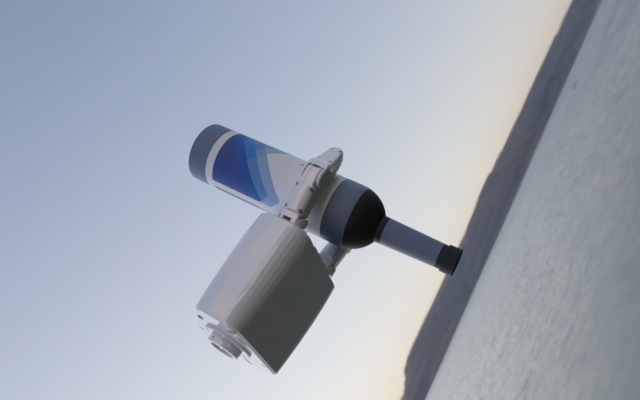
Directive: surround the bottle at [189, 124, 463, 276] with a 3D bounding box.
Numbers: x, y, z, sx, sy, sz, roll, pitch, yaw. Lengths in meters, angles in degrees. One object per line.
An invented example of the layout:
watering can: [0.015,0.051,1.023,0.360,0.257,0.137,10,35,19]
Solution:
bottle: [0.000,0.001,0.490,0.295,0.069,0.069,24,8,20]
